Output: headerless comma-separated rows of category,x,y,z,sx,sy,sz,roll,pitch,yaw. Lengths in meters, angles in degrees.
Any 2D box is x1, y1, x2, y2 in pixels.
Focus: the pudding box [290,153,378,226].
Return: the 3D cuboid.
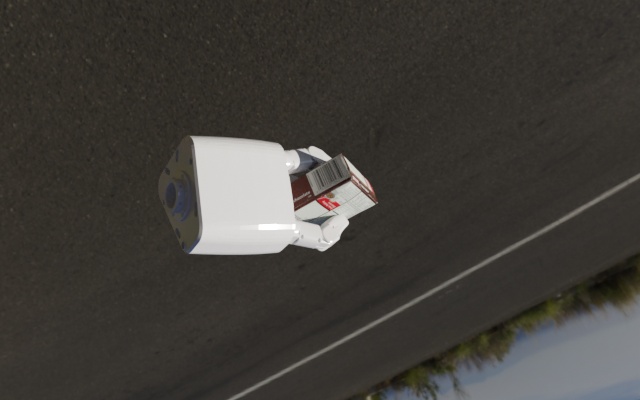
pudding box,0.000,0.002,0.563,0.113,0.039,0.090,-28,-27,15
